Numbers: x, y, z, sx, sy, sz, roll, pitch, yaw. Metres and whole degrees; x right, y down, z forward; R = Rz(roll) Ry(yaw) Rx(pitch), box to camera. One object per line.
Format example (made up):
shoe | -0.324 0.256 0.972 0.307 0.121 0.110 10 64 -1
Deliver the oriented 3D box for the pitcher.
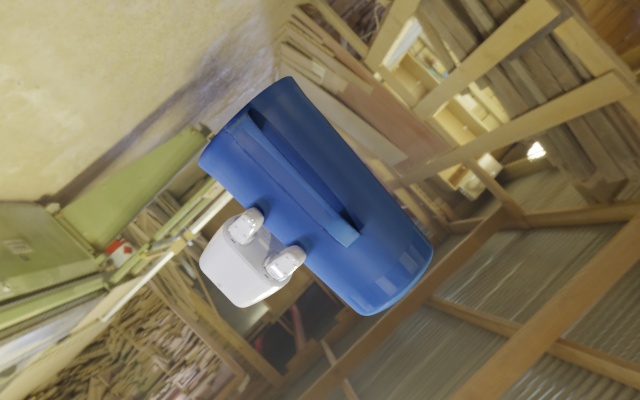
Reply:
pitcher | 0.000 0.002 0.492 0.145 0.243 0.149 -41 4 47
